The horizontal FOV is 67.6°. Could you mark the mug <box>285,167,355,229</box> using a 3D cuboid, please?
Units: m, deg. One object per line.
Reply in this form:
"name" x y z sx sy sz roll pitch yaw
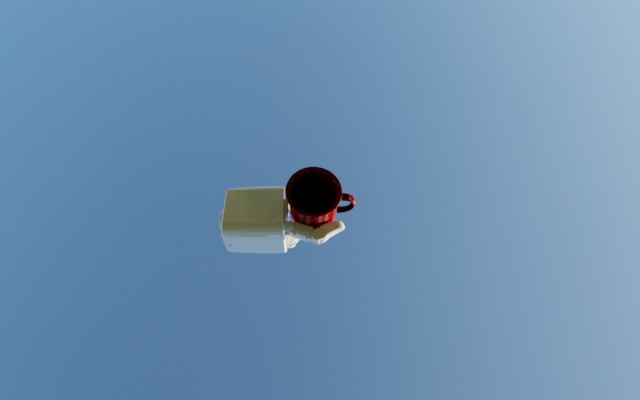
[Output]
"mug" 0.002 0.003 0.811 0.117 0.093 0.081 0 -27 -1
